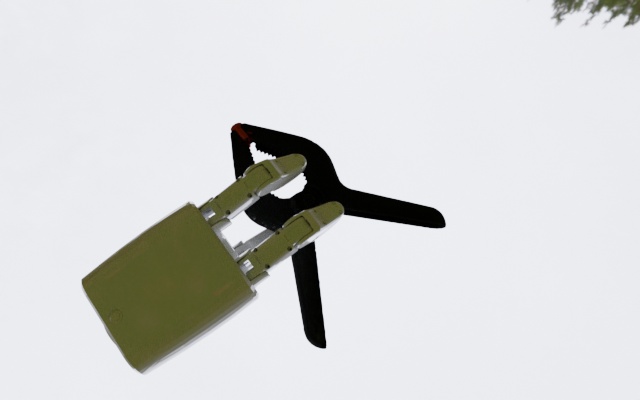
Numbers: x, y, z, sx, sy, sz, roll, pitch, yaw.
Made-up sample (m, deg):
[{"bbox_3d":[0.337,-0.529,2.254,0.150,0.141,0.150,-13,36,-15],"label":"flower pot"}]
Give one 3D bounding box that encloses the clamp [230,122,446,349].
[{"bbox_3d":[0.000,0.001,0.438,0.164,0.210,0.036,-35,-12,-13],"label":"clamp"}]
